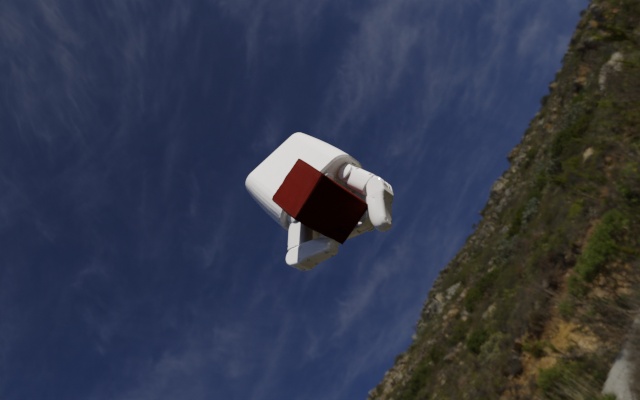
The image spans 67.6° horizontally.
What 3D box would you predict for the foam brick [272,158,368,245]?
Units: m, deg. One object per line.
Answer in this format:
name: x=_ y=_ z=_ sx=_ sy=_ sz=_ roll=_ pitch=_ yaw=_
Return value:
foam brick: x=0.000 y=0.001 z=0.493 sx=0.078 sy=0.053 sz=0.051 roll=32 pitch=4 yaw=-42
